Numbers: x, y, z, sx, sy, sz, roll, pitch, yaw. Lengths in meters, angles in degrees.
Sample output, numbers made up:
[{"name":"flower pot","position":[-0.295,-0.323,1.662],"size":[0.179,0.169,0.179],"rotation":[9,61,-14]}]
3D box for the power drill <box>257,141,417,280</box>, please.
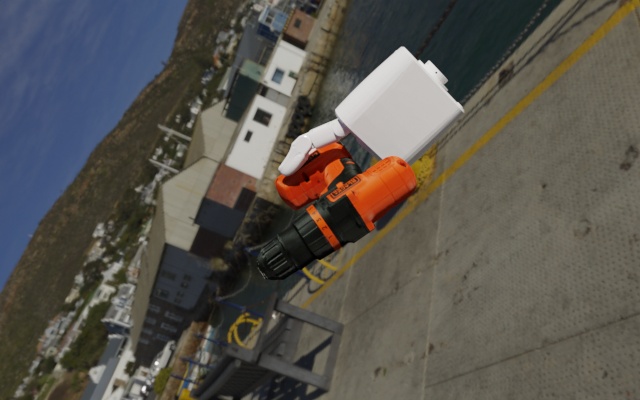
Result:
[{"name":"power drill","position":[0.000,0.001,0.547],"size":[0.184,0.057,0.187],"rotation":[-33,23,-2]}]
